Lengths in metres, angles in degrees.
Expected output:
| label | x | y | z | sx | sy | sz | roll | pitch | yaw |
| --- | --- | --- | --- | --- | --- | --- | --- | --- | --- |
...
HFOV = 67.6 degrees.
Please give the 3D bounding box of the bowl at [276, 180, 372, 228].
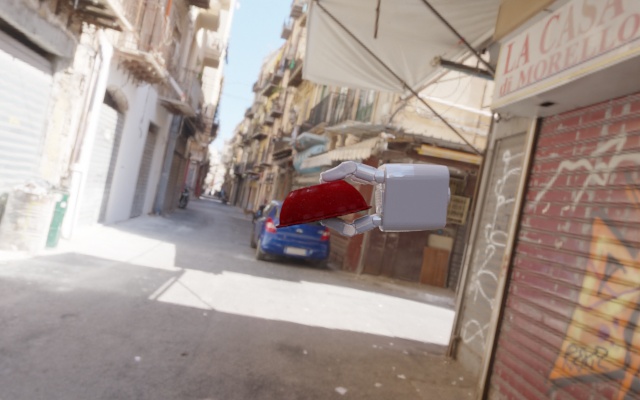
| label | x | y | z | sx | sy | sz | roll | pitch | yaw |
| --- | --- | --- | --- | --- | --- | --- | --- | --- | --- |
| bowl | -0.001 | 0.002 | 0.781 | 0.162 | 0.055 | 0.162 | -12 | 0 | 0 |
